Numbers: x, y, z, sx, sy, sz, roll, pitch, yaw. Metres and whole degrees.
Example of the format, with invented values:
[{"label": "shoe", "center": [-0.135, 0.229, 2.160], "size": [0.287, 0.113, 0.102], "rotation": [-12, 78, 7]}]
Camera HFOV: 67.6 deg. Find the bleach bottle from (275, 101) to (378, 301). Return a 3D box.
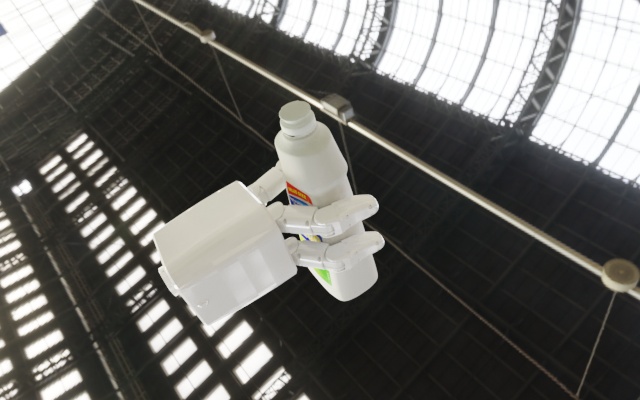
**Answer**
[{"label": "bleach bottle", "center": [0.000, 0.002, 0.506], "size": [0.068, 0.251, 0.102], "rotation": [-32, 47, -14]}]
